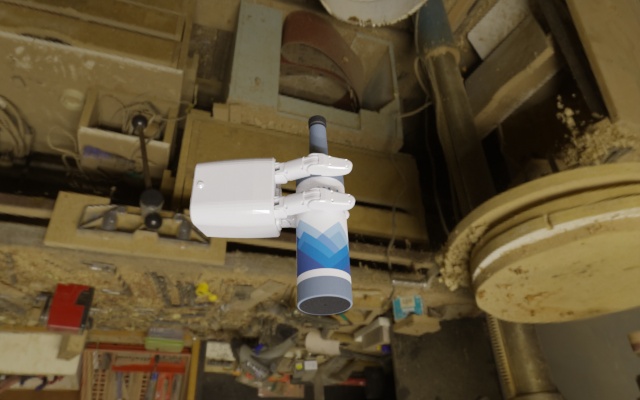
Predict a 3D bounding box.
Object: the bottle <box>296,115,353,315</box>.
[{"bbox_3d":[0.000,0.002,0.649,0.069,0.295,0.069,-2,-33,-1],"label":"bottle"}]
